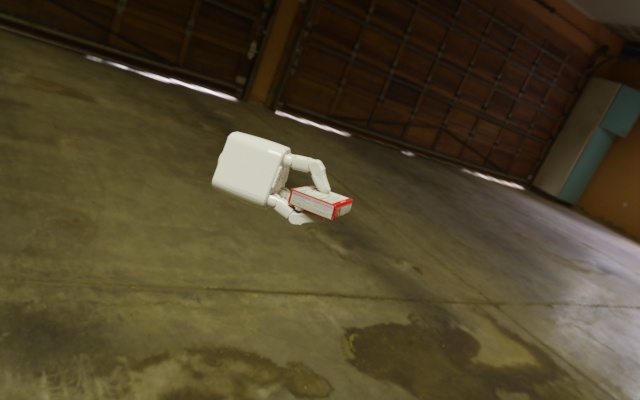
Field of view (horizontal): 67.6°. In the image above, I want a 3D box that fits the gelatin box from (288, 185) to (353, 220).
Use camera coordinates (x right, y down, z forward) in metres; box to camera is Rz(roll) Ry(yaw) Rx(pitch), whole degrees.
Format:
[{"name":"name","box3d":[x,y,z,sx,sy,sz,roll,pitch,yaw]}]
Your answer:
[{"name":"gelatin box","box3d":[0.001,0.002,0.819,0.089,0.030,0.073,20,16,23]}]
